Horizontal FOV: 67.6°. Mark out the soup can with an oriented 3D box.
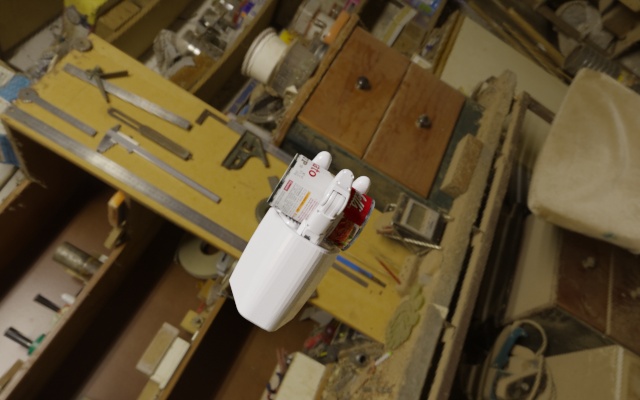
[{"bbox_3d":[0.000,0.001,0.535,0.102,0.068,0.068,32,-3,-5],"label":"soup can"}]
